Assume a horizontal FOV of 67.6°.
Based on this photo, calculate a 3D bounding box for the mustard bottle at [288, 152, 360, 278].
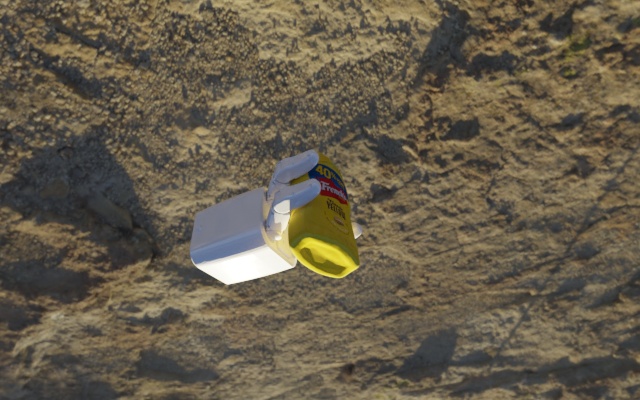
[{"bbox_3d":[0.000,0.002,0.622,0.096,0.191,0.058,34,-58,-31],"label":"mustard bottle"}]
